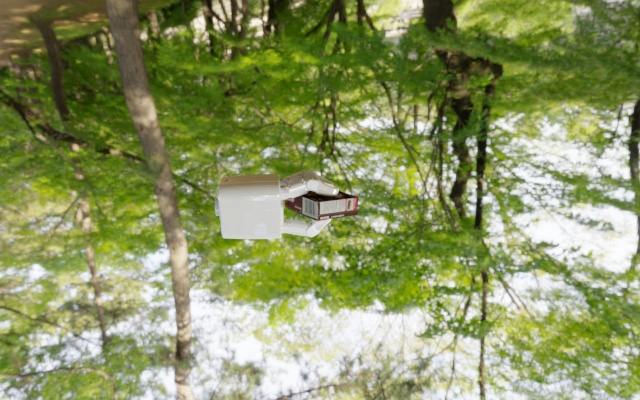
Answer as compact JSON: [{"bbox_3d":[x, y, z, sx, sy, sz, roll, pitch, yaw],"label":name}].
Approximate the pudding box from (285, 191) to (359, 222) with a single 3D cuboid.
[{"bbox_3d":[0.000,0.003,0.865,0.090,0.039,0.113,-8,18,-33],"label":"pudding box"}]
